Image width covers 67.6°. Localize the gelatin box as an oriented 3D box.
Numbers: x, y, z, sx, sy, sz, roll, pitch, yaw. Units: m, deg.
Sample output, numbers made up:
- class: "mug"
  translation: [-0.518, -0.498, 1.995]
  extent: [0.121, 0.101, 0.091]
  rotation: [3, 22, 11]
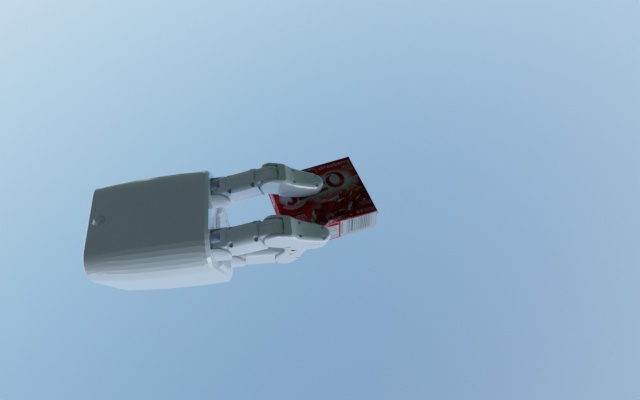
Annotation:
- class: "gelatin box"
  translation: [0.000, 0.002, 0.461]
  extent: [0.089, 0.073, 0.030]
  rotation: [-16, -36, -12]
